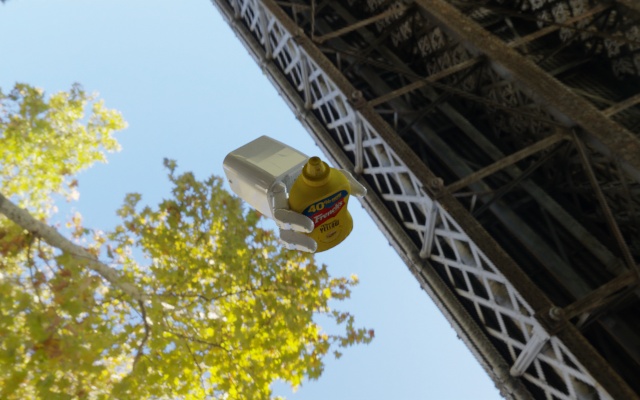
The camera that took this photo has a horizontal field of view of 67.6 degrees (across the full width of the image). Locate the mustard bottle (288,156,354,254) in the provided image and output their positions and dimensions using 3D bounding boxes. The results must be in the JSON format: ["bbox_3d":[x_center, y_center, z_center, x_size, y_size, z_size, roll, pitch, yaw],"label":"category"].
[{"bbox_3d":[0.000,0.003,0.723,0.096,0.058,0.192,-24,-36,-12],"label":"mustard bottle"}]
